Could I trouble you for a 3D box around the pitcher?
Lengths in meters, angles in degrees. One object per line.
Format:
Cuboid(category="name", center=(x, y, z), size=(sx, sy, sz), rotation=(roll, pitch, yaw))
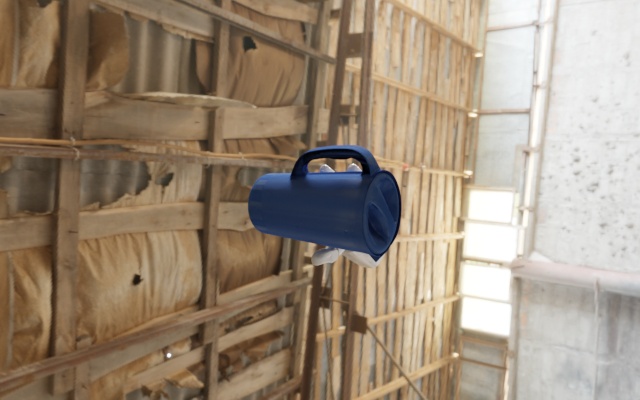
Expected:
Cuboid(category="pitcher", center=(0.000, 0.003, 0.787), size=(0.243, 0.149, 0.145), rotation=(5, -20, 33))
